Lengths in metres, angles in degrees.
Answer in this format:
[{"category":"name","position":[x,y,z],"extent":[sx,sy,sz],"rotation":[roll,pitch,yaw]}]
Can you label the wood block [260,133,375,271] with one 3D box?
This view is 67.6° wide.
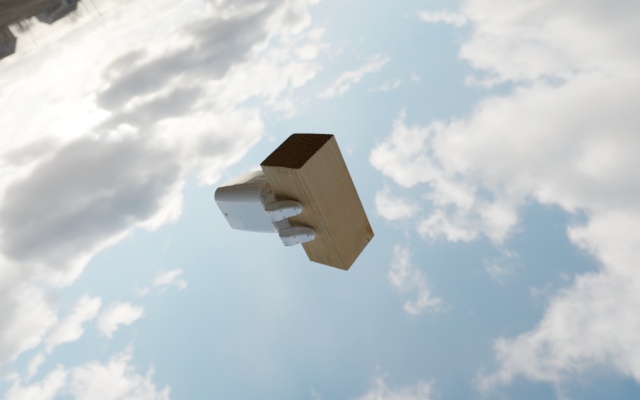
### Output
[{"category":"wood block","position":[0.000,0.002,0.768],"extent":[0.090,0.206,0.090],"rotation":[8,45,41]}]
